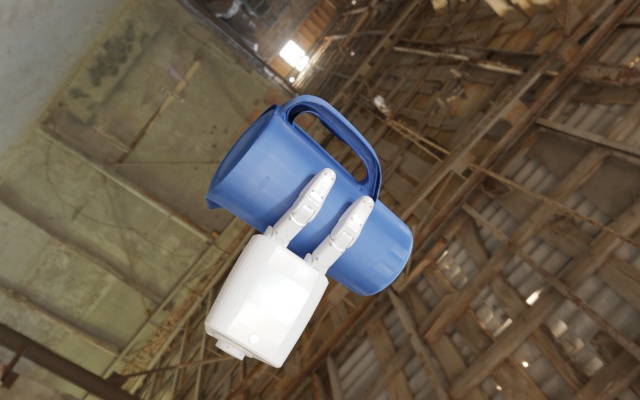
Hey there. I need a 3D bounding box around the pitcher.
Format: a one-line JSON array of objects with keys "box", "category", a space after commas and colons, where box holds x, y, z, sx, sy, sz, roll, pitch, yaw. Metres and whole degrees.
[{"box": [0.000, 0.002, 0.572, 0.243, 0.145, 0.149, 38, -24, -18], "category": "pitcher"}]
